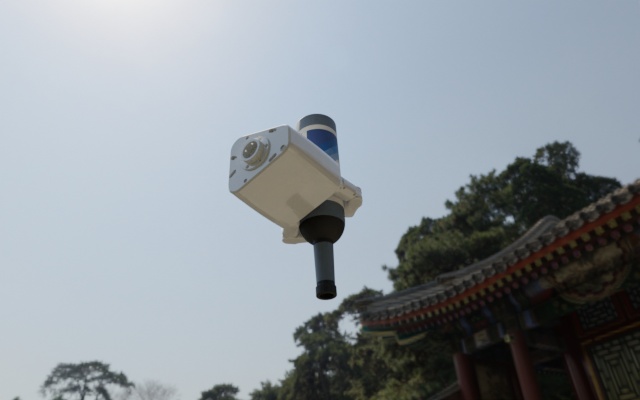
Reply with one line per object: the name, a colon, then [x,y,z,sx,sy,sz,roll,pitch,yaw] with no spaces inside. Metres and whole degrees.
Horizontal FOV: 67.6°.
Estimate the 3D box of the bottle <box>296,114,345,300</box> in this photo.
bottle: [0.000,0.002,0.697,0.069,0.295,0.069,-2,-34,-2]
